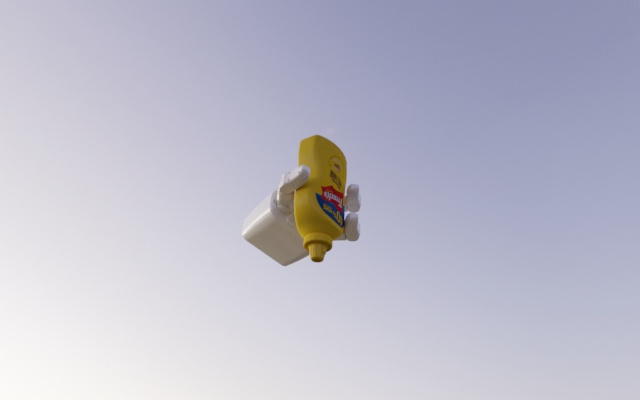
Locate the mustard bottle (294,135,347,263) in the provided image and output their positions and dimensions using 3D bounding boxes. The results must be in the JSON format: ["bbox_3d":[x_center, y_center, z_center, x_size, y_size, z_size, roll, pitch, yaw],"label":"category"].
[{"bbox_3d":[0.000,0.002,0.706,0.058,0.191,0.096,-15,-38,27],"label":"mustard bottle"}]
